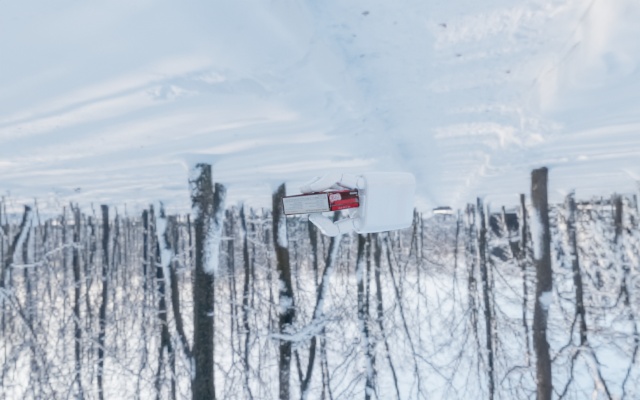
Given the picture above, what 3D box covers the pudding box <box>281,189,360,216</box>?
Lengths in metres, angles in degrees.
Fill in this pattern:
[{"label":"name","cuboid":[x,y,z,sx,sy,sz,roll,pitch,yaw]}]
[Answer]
[{"label":"pudding box","cuboid":[0.000,0.003,0.861,0.113,0.039,0.090,-8,-2,39]}]
